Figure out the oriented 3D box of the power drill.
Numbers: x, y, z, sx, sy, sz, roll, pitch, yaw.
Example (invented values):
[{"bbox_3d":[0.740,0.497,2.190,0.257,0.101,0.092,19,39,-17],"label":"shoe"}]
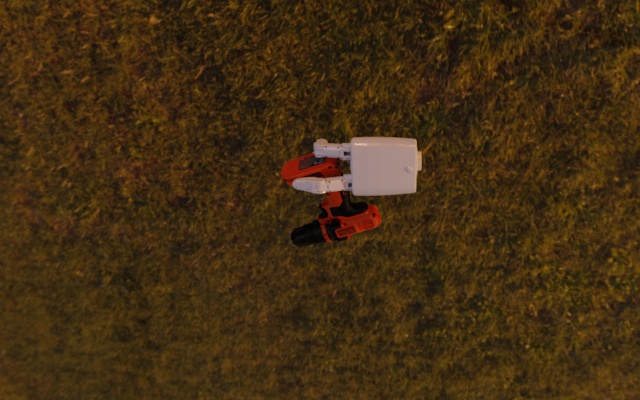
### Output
[{"bbox_3d":[0.000,0.003,0.888,0.184,0.188,0.057,-18,38,15],"label":"power drill"}]
